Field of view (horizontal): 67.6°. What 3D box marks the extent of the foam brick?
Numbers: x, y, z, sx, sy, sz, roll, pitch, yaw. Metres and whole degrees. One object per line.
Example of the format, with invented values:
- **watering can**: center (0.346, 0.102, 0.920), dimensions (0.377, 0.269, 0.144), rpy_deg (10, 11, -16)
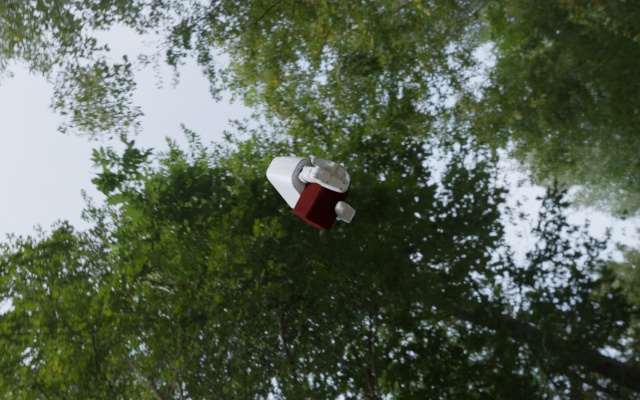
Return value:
- **foam brick**: center (0.000, 0.003, 0.785), dimensions (0.053, 0.078, 0.051), rpy_deg (34, -11, -32)
